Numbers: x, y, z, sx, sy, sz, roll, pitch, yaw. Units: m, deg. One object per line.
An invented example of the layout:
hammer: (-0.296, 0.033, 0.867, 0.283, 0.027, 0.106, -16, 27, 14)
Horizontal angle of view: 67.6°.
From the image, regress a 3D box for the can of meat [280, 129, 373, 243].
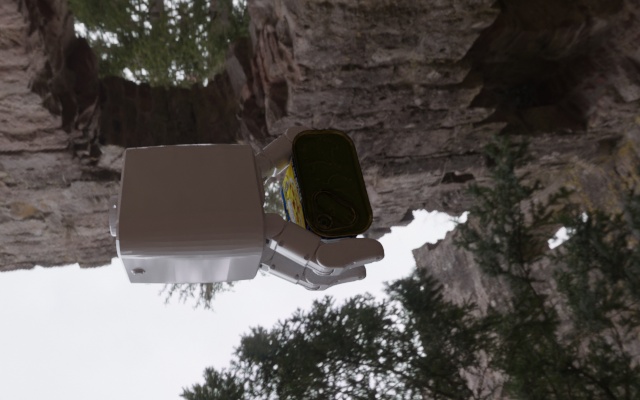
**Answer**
can of meat: (0.000, 0.001, 0.433, 0.057, 0.102, 0.084, -4, -26, -17)
